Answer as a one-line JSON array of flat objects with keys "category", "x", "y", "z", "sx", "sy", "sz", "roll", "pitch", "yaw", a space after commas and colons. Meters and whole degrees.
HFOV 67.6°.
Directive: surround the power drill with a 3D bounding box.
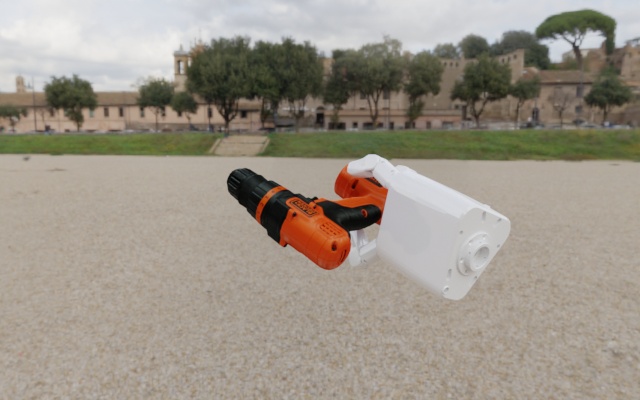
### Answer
[{"category": "power drill", "x": 0.001, "y": 0.002, "z": 0.599, "sx": 0.184, "sy": 0.057, "sz": 0.187, "roll": 36, "pitch": 35, "yaw": 28}]
